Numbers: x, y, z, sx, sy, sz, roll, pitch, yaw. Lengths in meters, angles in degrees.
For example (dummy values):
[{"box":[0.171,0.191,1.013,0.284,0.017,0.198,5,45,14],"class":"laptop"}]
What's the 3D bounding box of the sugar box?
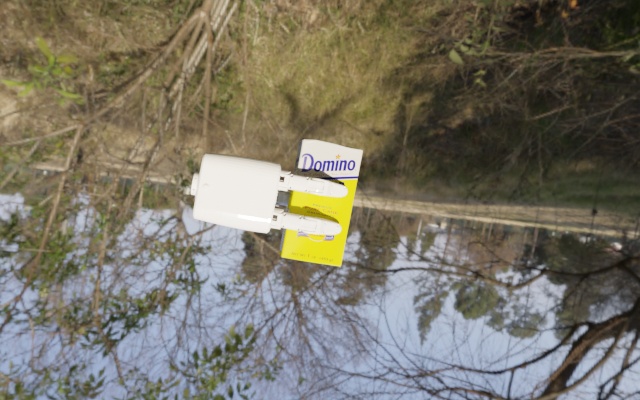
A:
[{"box":[0.000,0.002,0.708,0.093,0.176,0.048,10,3,-11],"class":"sugar box"}]
